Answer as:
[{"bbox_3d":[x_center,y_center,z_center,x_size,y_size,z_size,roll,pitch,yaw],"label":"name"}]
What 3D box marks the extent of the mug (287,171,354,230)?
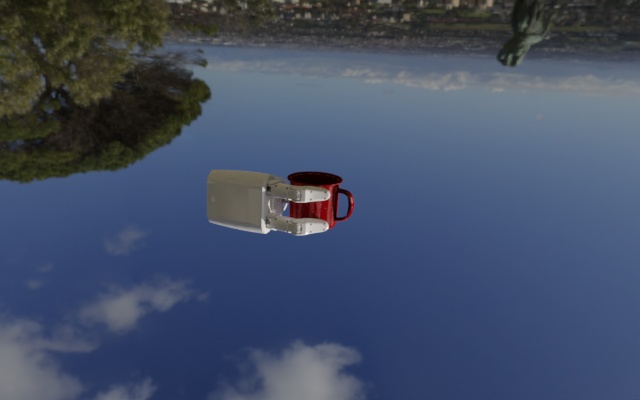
[{"bbox_3d":[0.001,0.003,0.801,0.117,0.081,0.093,9,18,18],"label":"mug"}]
